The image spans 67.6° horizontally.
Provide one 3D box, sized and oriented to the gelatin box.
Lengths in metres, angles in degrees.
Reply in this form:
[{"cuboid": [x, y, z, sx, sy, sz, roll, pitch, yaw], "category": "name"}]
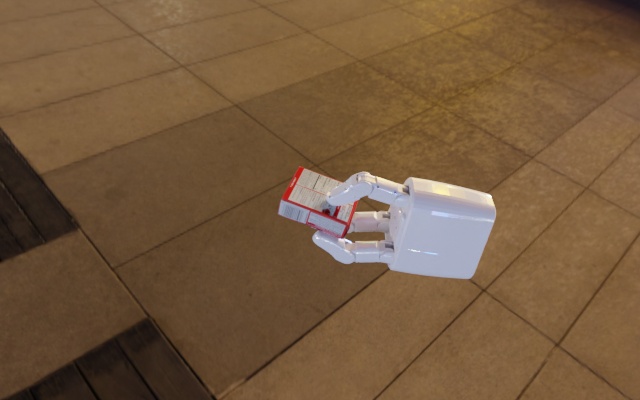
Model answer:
[{"cuboid": [0.000, 0.002, 0.598, 0.089, 0.030, 0.073, 21, 41, 2], "category": "gelatin box"}]
